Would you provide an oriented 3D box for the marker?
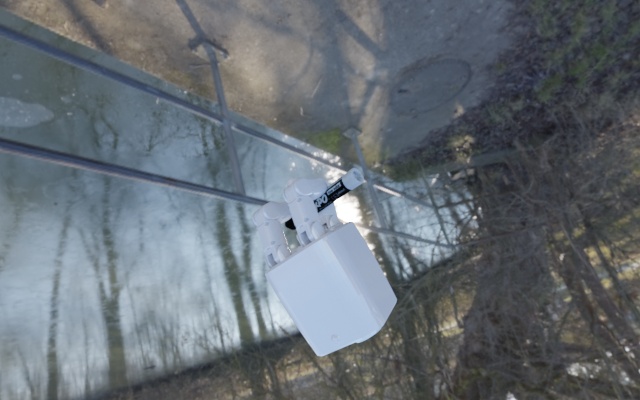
[{"bbox_3d":[0.000,0.002,0.538,0.020,0.020,0.121,0,-28,-48],"label":"marker"}]
